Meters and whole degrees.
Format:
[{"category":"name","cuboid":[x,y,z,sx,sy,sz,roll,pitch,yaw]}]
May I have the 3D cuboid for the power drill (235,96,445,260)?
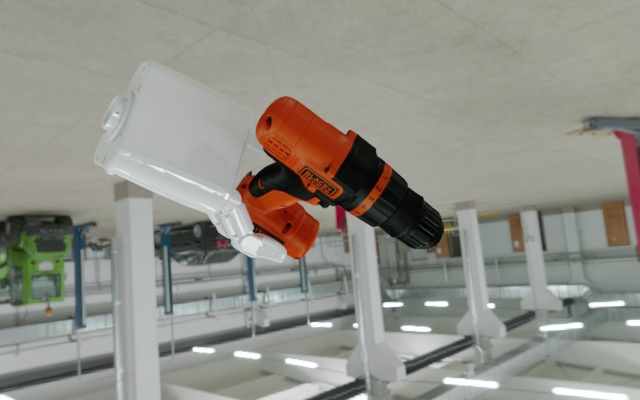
[{"category":"power drill","cuboid":[0.000,0.002,0.455,0.184,0.057,0.188,37,-32,-11]}]
